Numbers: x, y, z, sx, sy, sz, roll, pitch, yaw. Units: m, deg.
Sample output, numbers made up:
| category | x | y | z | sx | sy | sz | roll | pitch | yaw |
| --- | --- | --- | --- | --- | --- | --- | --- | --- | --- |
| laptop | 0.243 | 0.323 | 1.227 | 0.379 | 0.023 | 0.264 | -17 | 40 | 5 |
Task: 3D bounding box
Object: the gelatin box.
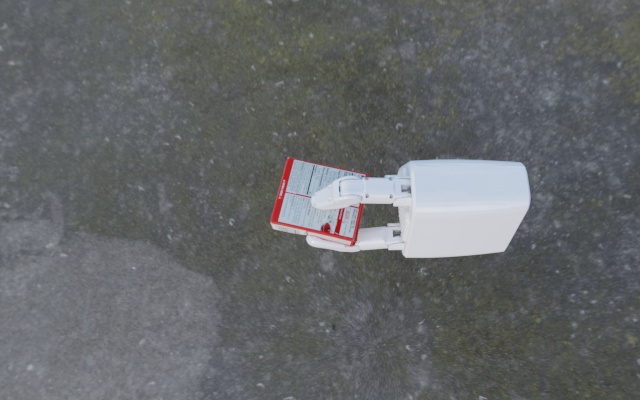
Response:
| category | x | y | z | sx | sy | sz | roll | pitch | yaw |
| --- | --- | --- | --- | --- | --- | --- | --- | --- | --- |
| gelatin box | 0.000 | 0.001 | 0.492 | 0.089 | 0.073 | 0.030 | 12 | -17 | 3 |
